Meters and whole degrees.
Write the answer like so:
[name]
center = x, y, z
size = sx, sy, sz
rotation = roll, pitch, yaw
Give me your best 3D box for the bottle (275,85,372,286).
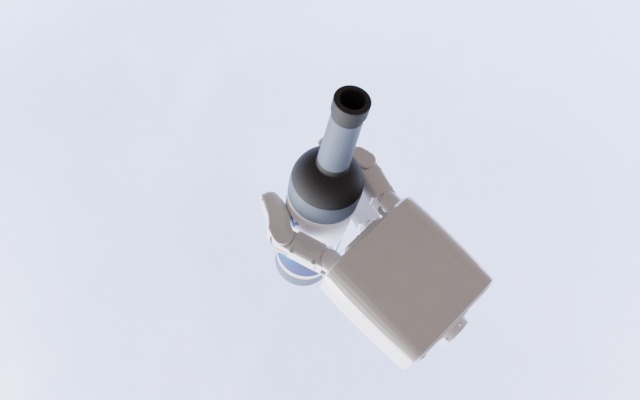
[bottle]
center = 0.000, 0.002, 0.458
size = 0.069, 0.069, 0.296
rotation = 0, -29, -10
